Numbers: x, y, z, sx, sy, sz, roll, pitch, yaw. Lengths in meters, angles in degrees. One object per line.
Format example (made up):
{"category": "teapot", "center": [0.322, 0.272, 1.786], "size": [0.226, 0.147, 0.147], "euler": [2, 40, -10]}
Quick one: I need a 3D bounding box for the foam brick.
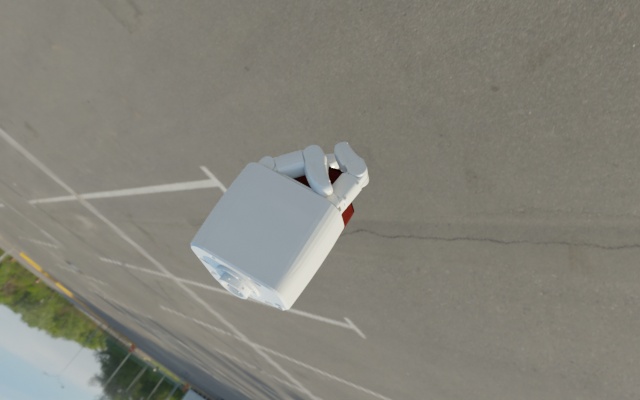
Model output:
{"category": "foam brick", "center": [0.000, 0.002, 0.545], "size": [0.053, 0.051, 0.078], "euler": [19, -30, 26]}
